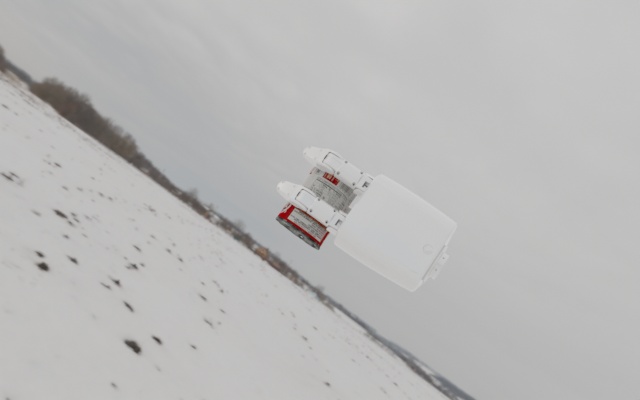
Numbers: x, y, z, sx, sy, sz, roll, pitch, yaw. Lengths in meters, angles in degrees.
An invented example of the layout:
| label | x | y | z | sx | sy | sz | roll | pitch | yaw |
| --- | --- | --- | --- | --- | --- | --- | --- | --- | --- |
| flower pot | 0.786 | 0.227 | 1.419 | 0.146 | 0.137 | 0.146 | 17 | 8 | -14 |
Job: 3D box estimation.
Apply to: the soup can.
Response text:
| label | x | y | z | sx | sy | sz | roll | pitch | yaw |
| --- | --- | --- | --- | --- | --- | --- | --- | --- | --- |
| soup can | 0.000 | 0.002 | 0.605 | 0.068 | 0.102 | 0.068 | 35 | -9 | 6 |
